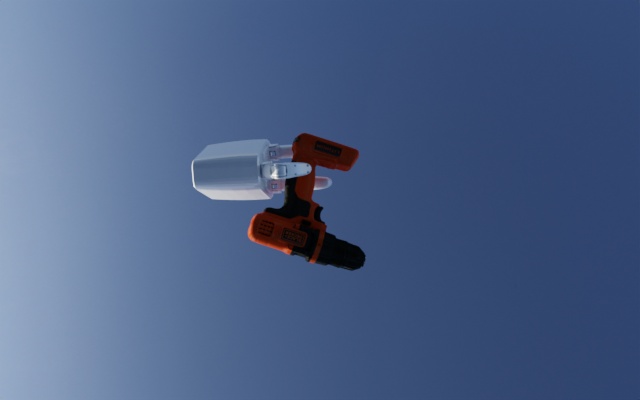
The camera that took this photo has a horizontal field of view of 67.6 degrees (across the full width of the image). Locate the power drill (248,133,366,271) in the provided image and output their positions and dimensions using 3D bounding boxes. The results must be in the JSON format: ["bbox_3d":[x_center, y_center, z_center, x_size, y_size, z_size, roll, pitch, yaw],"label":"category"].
[{"bbox_3d":[0.000,0.002,0.740,0.184,0.187,0.057,18,-14,-7],"label":"power drill"}]
